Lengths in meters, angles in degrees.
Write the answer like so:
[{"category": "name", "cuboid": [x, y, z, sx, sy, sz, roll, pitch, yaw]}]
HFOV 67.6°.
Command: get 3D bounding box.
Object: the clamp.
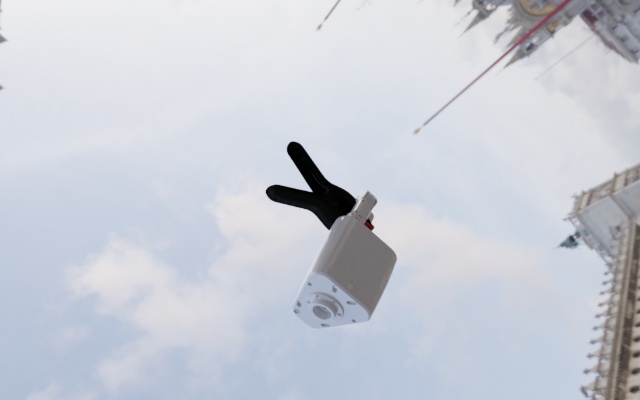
[{"category": "clamp", "cuboid": [0.000, 0.003, 0.660, 0.039, 0.171, 0.120, -42, 11, 43]}]
